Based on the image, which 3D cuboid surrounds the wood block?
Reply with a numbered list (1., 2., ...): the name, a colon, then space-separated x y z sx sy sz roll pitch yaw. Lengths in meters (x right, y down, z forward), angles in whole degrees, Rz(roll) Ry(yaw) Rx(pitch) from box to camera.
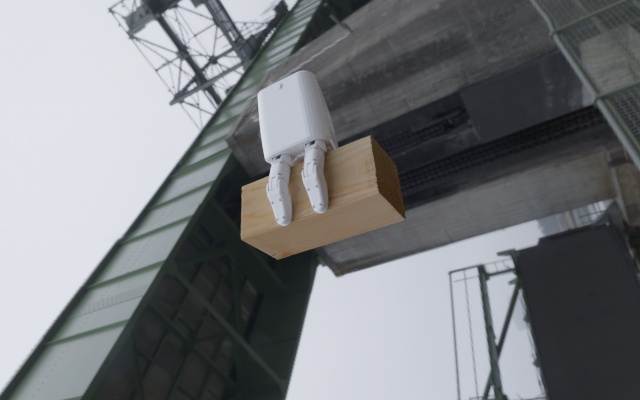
1. wood block: 0.000 0.002 0.659 0.206 0.090 0.091 -20 -33 25
